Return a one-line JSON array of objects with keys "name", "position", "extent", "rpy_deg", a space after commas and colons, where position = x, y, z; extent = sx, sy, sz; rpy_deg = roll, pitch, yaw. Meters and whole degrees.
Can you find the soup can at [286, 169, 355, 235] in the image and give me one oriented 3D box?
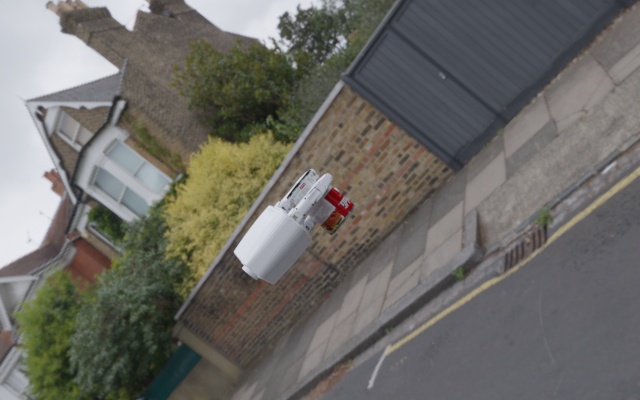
[{"name": "soup can", "position": [0.000, 0.002, 0.827], "extent": [0.102, 0.068, 0.068], "rpy_deg": [39, -2, -2]}]
